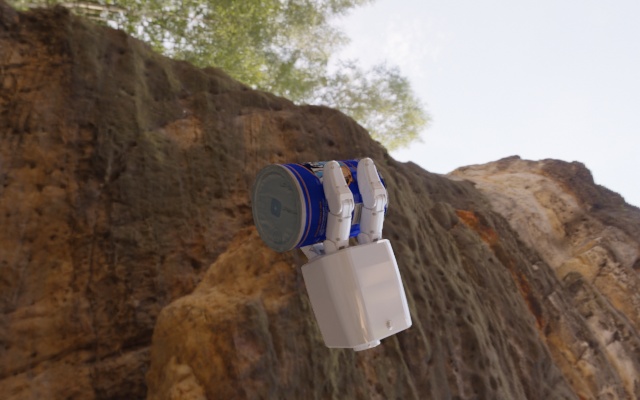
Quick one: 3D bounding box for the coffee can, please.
[{"bbox_3d":[0.000,0.002,0.595,0.140,0.103,0.103,-8,5,-39],"label":"coffee can"}]
